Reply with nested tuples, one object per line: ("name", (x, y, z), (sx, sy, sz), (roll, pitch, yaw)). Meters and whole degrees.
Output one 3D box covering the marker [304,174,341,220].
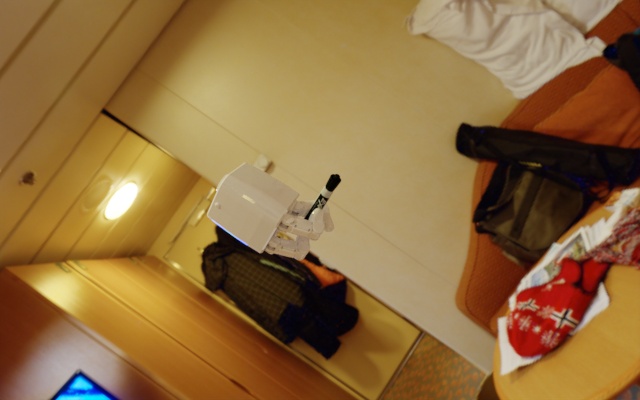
("marker", (0.000, 0.003, 0.767), (0.020, 0.020, 0.121), (0, -42, -35))
